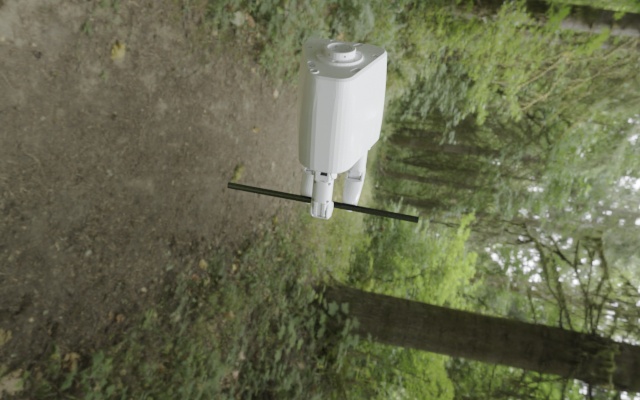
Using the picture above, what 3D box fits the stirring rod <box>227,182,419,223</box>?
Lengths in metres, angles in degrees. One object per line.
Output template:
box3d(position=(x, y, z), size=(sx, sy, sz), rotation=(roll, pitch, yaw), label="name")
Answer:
box3d(position=(0.000, 0.002, 0.589), size=(0.239, 0.011, 0.011), rotation=(10, 1, 8), label="stirring rod")
